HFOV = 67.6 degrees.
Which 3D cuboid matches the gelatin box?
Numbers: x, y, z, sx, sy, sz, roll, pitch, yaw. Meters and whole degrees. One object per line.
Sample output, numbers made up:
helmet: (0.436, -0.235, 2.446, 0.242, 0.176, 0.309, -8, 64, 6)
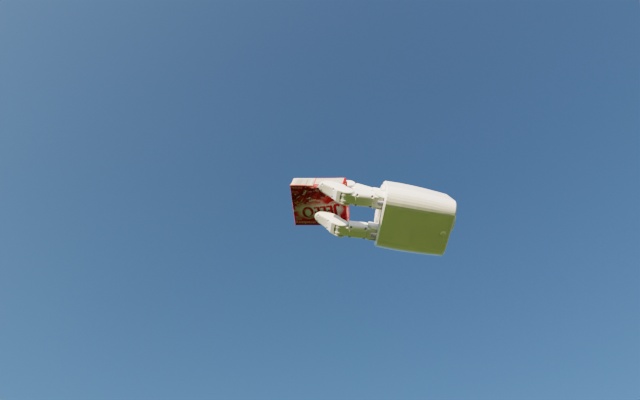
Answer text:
gelatin box: (0.000, 0.002, 0.762, 0.089, 0.073, 0.030, 0, 27, 13)
